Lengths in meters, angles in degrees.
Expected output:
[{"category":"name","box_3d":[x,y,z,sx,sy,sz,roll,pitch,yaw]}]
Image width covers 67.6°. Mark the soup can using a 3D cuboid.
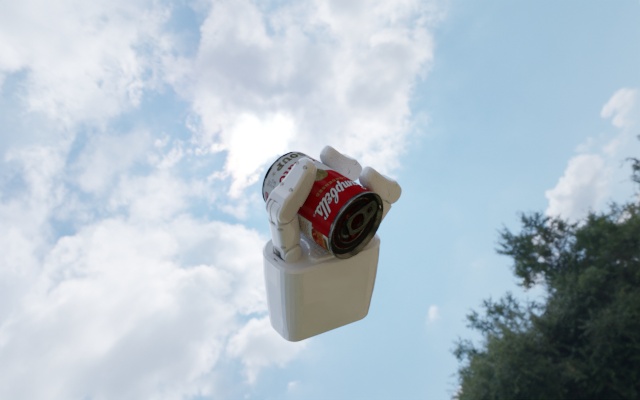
[{"category":"soup can","box_3d":[0.000,0.001,0.457,0.068,0.068,0.102,0,26,-48]}]
